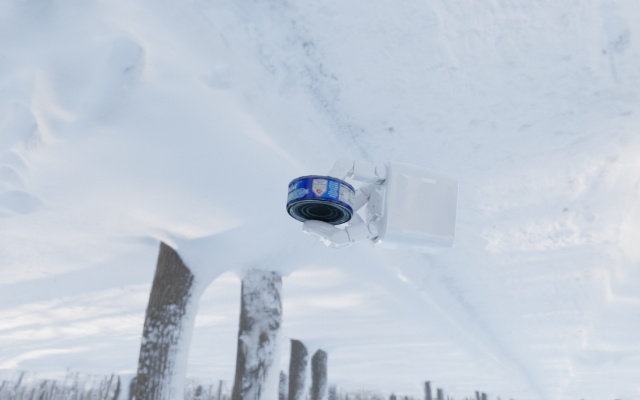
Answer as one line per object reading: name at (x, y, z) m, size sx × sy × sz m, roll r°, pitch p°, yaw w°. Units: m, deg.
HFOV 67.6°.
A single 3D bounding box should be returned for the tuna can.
tuna can at (0.000, 0.002, 0.598) m, size 0.086 × 0.033 × 0.086 m, roll 5°, pitch -24°, yaw 2°
